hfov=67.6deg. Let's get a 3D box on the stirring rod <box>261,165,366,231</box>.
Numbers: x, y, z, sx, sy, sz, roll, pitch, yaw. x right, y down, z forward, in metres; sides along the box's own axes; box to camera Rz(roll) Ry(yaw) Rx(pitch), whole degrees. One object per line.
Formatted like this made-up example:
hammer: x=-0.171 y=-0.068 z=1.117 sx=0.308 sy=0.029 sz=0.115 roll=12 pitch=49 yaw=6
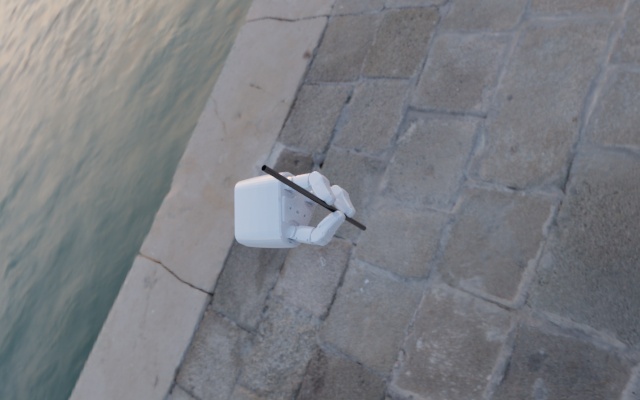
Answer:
stirring rod: x=0.000 y=0.002 z=0.673 sx=0.011 sy=0.011 sz=0.240 roll=0 pitch=-21 yaw=38
